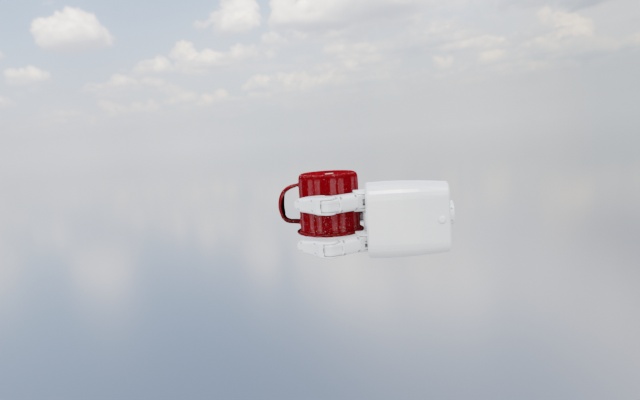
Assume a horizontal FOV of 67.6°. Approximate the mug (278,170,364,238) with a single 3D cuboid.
[{"bbox_3d":[-0.001,0.002,0.657,0.117,0.081,0.093,-3,8,6],"label":"mug"}]
